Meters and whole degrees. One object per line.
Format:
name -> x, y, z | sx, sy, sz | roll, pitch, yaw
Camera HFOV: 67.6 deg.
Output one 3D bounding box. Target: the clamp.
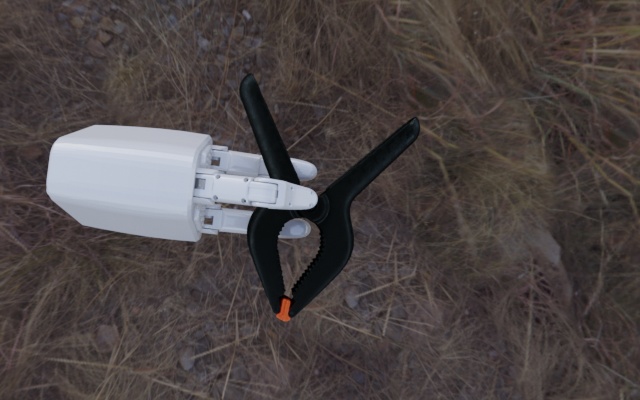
clamp -> 0.000, 0.002, 0.423 | 0.164, 0.210, 0.036 | 7, -2, -5
